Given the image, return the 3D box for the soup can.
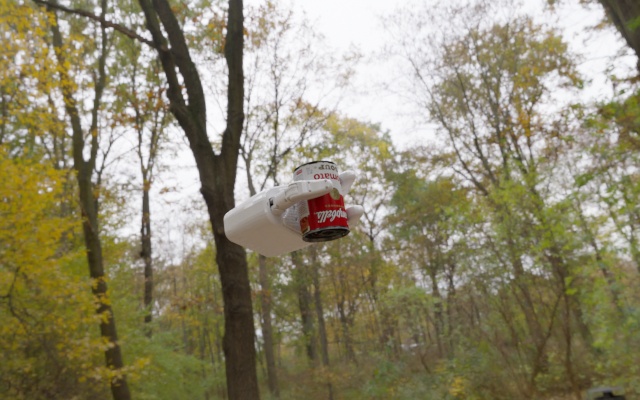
[{"bbox_3d":[0.000,0.002,0.683,0.068,0.102,0.068,-9,-19,-3],"label":"soup can"}]
